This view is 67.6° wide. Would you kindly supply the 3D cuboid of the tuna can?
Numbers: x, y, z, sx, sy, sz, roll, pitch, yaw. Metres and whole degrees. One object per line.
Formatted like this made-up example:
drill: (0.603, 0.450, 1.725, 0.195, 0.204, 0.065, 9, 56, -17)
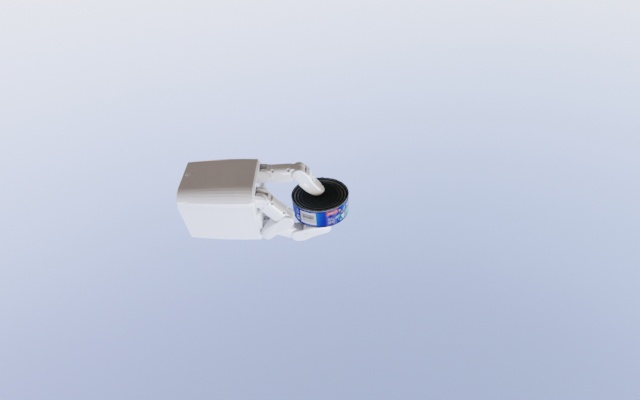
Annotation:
tuna can: (0.000, 0.003, 0.717, 0.086, 0.034, 0.086, -3, 37, 2)
